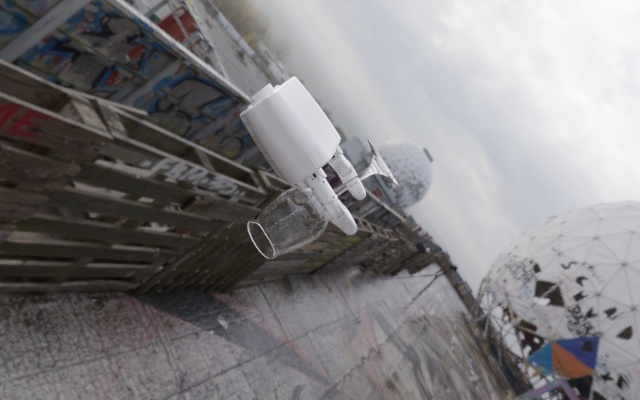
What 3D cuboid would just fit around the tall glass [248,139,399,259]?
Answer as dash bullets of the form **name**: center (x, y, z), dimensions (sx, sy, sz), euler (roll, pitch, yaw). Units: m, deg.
- **tall glass**: center (0.001, 0.002, 0.642), dimensions (0.201, 0.079, 0.079), euler (-33, -7, 10)
